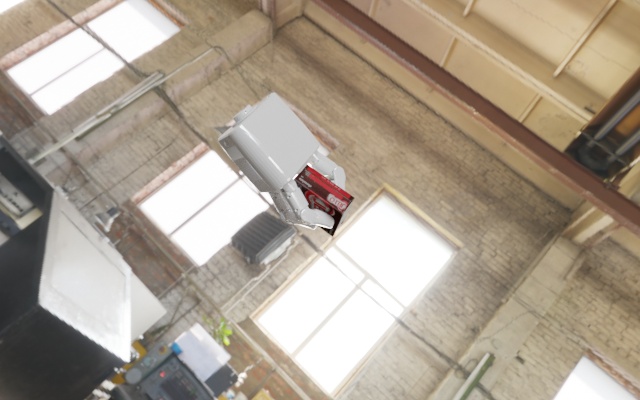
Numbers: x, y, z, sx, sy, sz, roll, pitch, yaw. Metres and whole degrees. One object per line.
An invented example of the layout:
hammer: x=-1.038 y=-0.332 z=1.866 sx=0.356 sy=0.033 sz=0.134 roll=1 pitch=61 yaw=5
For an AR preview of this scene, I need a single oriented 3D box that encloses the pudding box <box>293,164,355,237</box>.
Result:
pudding box: x=0.000 y=0.002 z=0.744 sx=0.090 sy=0.039 sz=0.113 roll=36 pitch=-19 yaw=8
